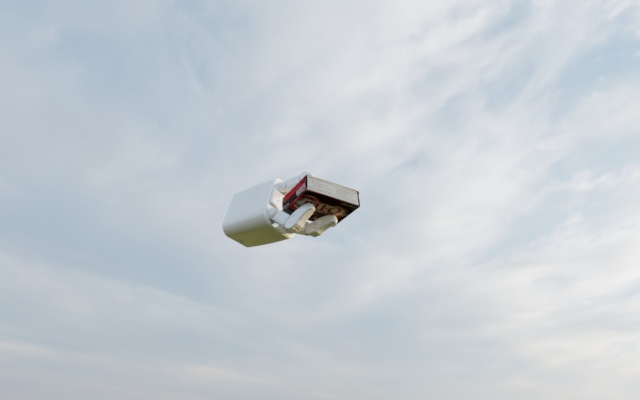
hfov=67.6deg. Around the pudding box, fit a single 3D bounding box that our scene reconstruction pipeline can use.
[{"bbox_3d":[0.000,0.003,0.853,0.113,0.039,0.090,15,-34,-28],"label":"pudding box"}]
